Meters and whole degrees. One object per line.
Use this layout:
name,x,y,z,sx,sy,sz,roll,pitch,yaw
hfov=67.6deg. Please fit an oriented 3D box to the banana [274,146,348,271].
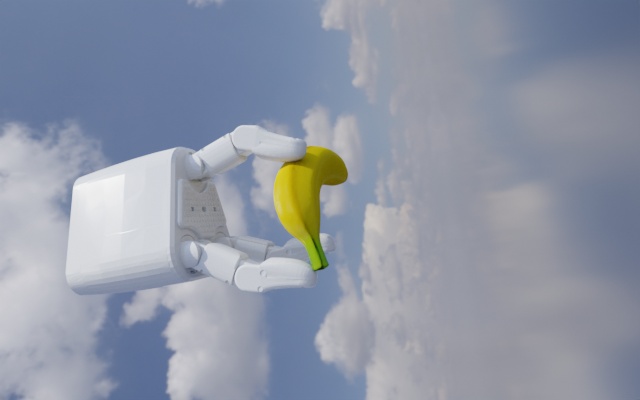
banana,-0.007,-0.014,0.420,0.037,0.070,0.197,-15,20,16
